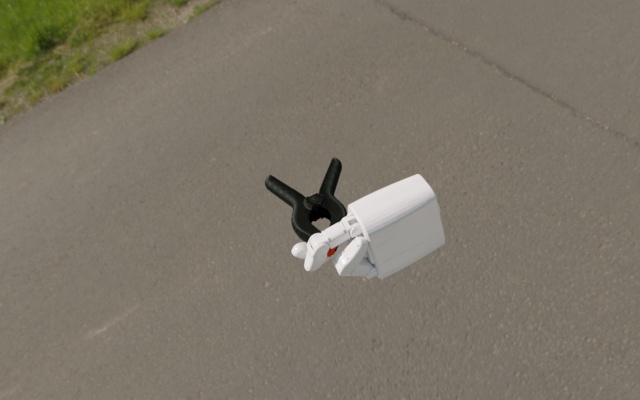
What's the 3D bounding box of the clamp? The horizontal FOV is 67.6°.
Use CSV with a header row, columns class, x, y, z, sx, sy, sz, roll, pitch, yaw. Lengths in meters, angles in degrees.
class,x,y,z,sx,sy,sz,roll,pitch,yaw
clamp,0.000,0.002,0.689,0.120,0.171,0.039,-26,-38,-6
